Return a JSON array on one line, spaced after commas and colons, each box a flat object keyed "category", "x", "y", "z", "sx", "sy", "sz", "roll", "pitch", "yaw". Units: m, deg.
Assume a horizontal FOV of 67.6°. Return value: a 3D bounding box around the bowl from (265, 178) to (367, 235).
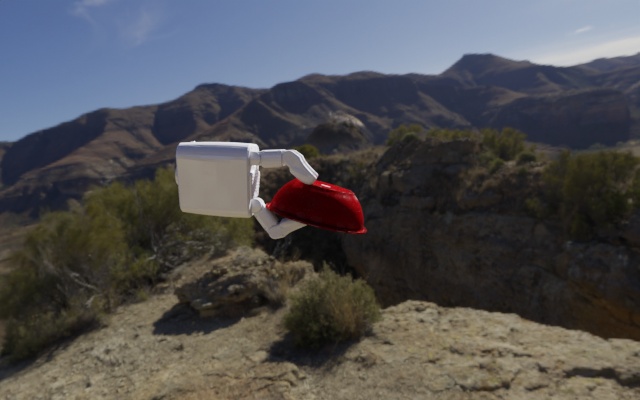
[{"category": "bowl", "x": 0.001, "y": 0.002, "z": 0.734, "sx": 0.162, "sy": 0.055, "sz": 0.162, "roll": 15, "pitch": 6, "yaw": -2}]
